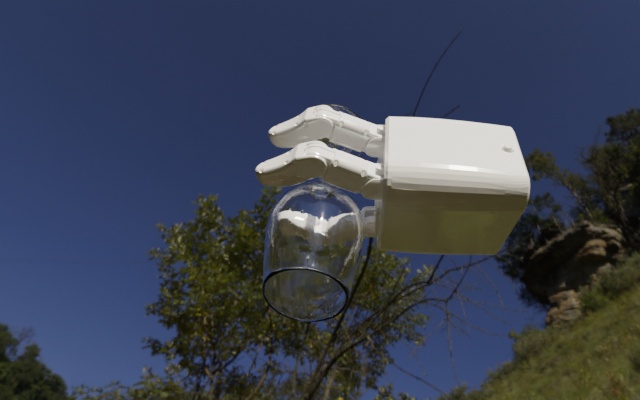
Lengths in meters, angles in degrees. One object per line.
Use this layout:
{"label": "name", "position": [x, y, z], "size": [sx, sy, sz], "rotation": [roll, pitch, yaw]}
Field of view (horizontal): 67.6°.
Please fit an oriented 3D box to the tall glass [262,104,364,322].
{"label": "tall glass", "position": [0.000, 0.001, 0.408], "size": [0.079, 0.079, 0.200], "rotation": [0, 42, 9]}
